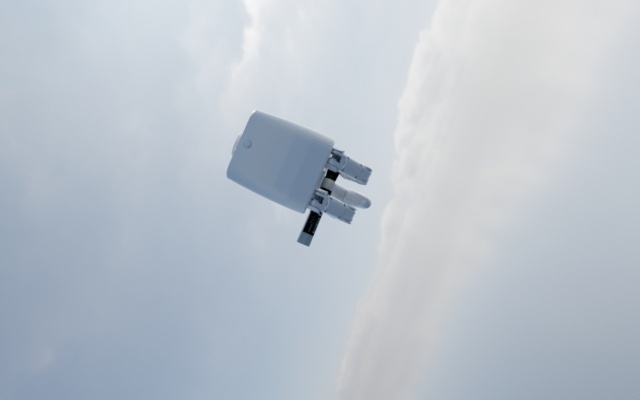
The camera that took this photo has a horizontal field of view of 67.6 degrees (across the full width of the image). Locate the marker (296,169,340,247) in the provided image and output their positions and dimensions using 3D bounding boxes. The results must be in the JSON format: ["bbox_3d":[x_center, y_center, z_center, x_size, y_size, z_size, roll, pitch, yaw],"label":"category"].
[{"bbox_3d":[0.000,0.002,0.630,0.020,0.121,0.020,23,-4,2],"label":"marker"}]
